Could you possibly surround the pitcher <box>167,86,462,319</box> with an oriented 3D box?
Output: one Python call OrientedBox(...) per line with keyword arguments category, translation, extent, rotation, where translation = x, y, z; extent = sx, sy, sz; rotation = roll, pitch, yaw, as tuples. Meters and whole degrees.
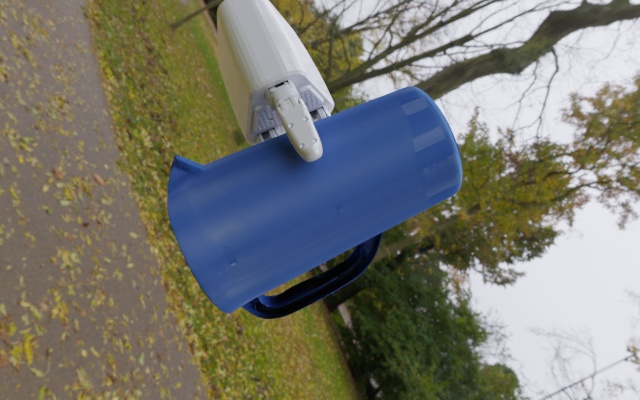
OrientedBox(category="pitcher", translation=(0.000, 0.001, 0.437), extent=(0.243, 0.145, 0.149), rotation=(-24, -19, -2))
